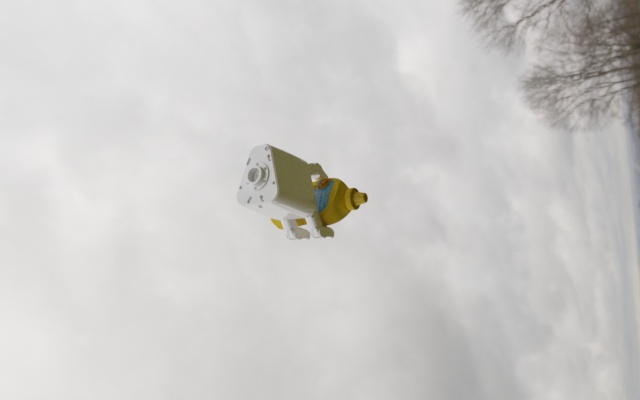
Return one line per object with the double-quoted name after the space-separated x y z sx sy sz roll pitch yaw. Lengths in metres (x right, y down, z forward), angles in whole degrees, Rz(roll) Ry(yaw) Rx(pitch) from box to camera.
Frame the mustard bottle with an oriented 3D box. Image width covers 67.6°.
0.000 0.003 0.897 0.191 0.096 0.058 -6 -40 33 "mustard bottle"
